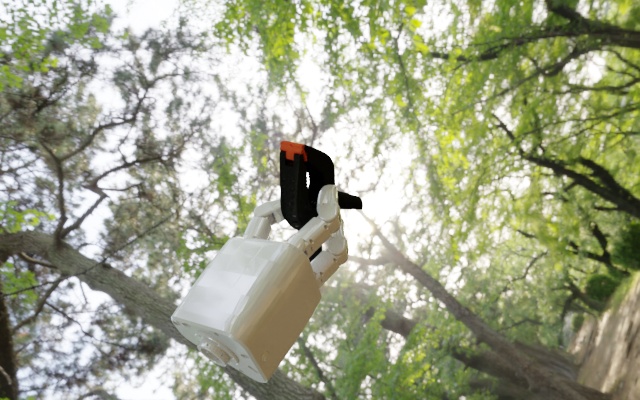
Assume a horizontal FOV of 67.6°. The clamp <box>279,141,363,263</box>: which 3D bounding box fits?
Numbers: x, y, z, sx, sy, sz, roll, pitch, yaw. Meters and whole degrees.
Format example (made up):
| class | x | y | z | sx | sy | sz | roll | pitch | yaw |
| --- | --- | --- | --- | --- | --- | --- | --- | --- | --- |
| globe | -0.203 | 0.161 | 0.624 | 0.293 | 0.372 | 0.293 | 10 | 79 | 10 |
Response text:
| class | x | y | z | sx | sy | sz | roll | pitch | yaw |
| --- | --- | --- | --- | --- | --- | --- | --- | --- | --- |
| clamp | -0.001 | 0.001 | 0.567 | 0.036 | 0.210 | 0.164 | 13 | 50 | 26 |
